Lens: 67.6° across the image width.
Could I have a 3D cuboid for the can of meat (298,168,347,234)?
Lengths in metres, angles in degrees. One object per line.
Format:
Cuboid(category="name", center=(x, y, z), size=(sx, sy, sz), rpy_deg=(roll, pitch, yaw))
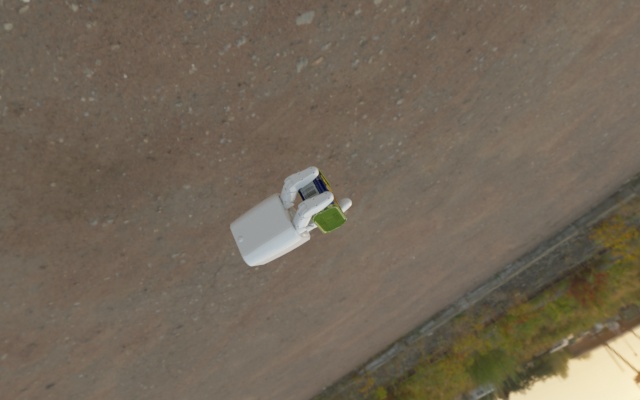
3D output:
Cuboid(category="can of meat", center=(0.000, 0.003, 0.854), size=(0.057, 0.084, 0.102), rpy_deg=(-30, -26, 4))
